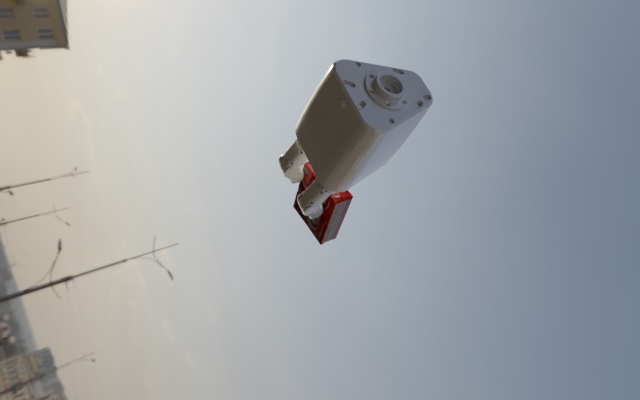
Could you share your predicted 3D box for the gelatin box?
[{"bbox_3d":[0.000,0.002,0.624,0.030,0.073,0.089,-20,-33,-30],"label":"gelatin box"}]
